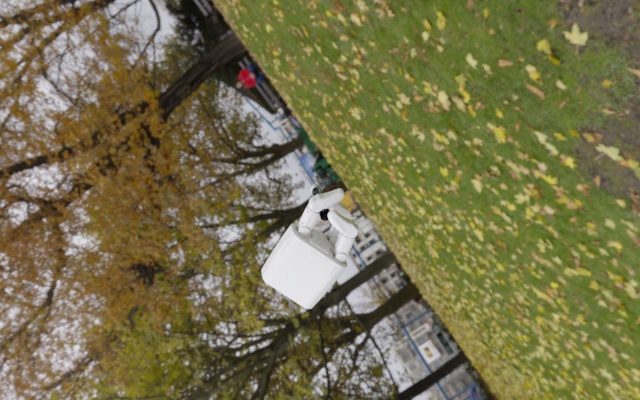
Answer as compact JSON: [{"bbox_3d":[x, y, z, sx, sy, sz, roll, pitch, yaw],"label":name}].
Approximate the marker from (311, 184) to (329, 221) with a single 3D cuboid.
[{"bbox_3d":[0.000,0.003,0.829,0.020,0.020,0.121,0,25,-10],"label":"marker"}]
